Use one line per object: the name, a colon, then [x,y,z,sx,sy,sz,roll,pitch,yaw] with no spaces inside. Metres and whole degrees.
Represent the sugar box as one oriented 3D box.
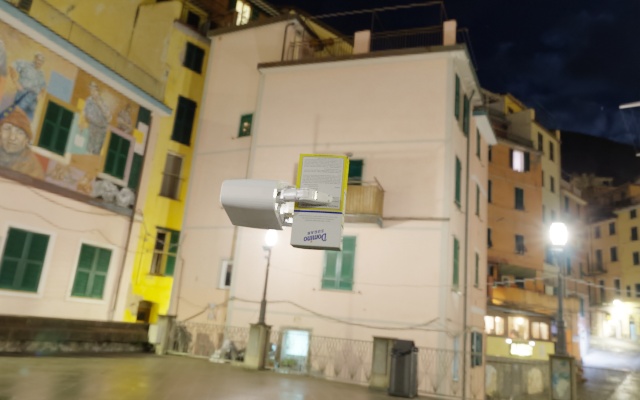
sugar box: [0.000,0.003,0.883,0.093,0.176,0.048,3,-14,10]
